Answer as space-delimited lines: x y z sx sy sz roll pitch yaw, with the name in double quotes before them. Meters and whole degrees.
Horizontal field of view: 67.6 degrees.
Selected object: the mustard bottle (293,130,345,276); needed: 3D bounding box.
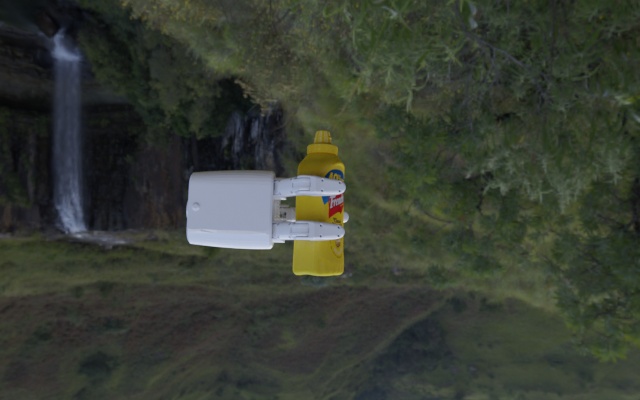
"mustard bottle" 0.000 0.002 0.634 0.058 0.191 0.096 -2 -7 25
